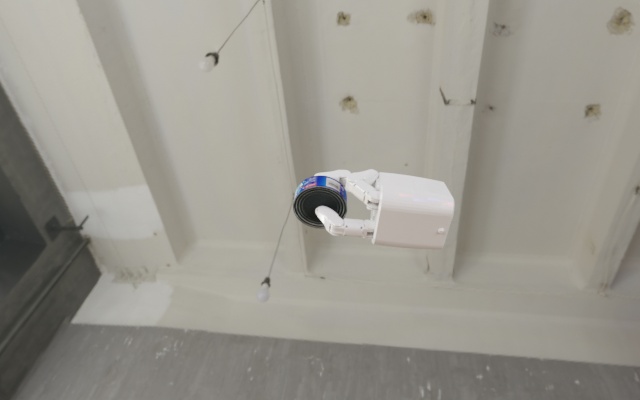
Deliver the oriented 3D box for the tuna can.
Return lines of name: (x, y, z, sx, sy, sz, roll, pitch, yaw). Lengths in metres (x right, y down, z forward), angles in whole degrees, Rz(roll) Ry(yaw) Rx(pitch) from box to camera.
tuna can: (0.000, 0.002, 0.763, 0.086, 0.086, 0.033, 0, 39, 4)
